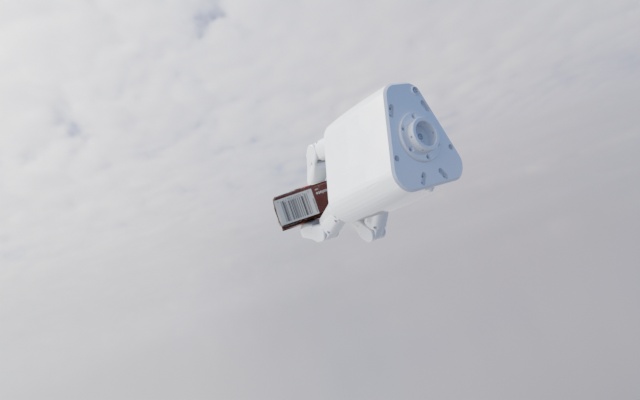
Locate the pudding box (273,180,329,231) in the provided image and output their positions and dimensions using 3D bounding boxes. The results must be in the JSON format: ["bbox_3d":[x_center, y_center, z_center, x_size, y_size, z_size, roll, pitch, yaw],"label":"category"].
[{"bbox_3d":[0.000,0.002,0.584,0.113,0.039,0.090,-17,-6,-5],"label":"pudding box"}]
